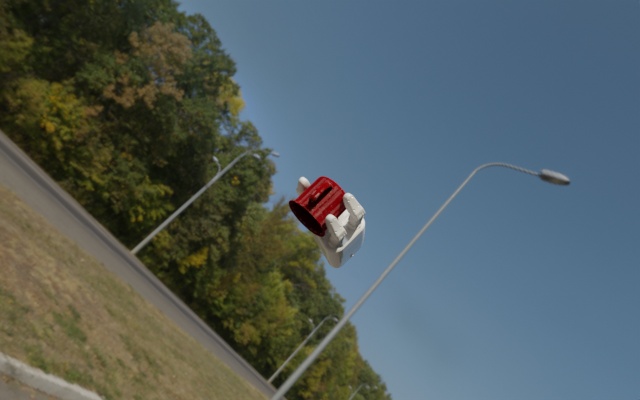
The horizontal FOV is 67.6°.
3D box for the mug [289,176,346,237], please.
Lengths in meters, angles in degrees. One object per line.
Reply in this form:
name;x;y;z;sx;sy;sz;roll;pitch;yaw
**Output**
mug;0.000;0.002;0.895;0.093;0.081;0.117;39;-19;19
